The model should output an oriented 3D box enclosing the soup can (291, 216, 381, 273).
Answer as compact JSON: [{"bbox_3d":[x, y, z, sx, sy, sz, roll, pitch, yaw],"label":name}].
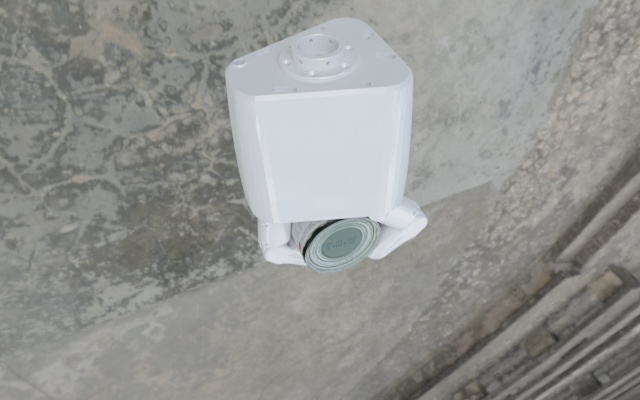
[{"bbox_3d":[0.000,0.002,0.403,0.068,0.068,0.102,0,43,-30],"label":"soup can"}]
